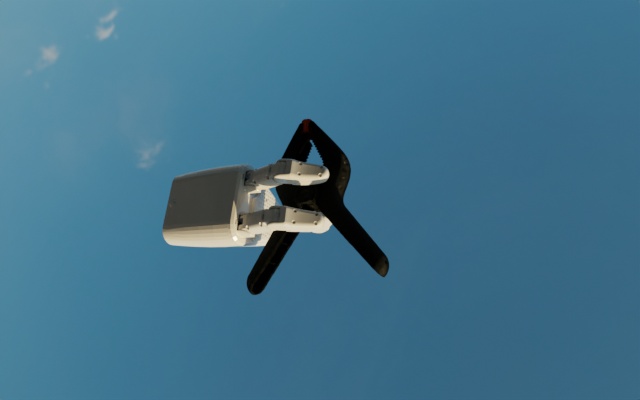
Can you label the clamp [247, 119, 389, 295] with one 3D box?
[{"bbox_3d":[0.000,0.002,0.541,0.164,0.210,0.036,-5,-23,24],"label":"clamp"}]
